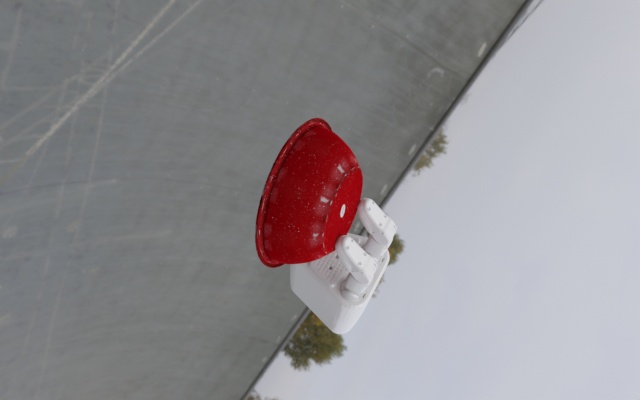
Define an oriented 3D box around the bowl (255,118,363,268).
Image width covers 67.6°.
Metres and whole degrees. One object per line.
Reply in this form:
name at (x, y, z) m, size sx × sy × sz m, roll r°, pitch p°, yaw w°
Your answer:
bowl at (0.000, 0.001, 0.483) m, size 0.055 × 0.162 × 0.162 m, roll 20°, pitch 7°, yaw 20°
